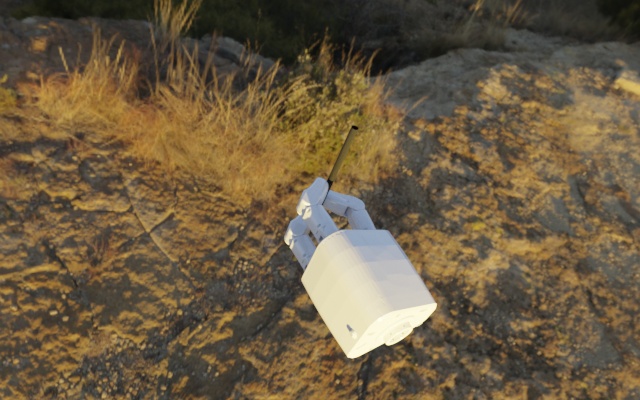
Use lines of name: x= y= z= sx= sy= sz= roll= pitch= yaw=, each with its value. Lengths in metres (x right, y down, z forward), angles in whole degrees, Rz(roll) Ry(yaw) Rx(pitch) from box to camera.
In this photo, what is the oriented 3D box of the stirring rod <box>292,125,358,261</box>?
stirring rod: x=0.000 y=0.002 z=0.598 sx=0.011 sy=0.011 sz=0.240 roll=0 pitch=-42 yaw=-25
